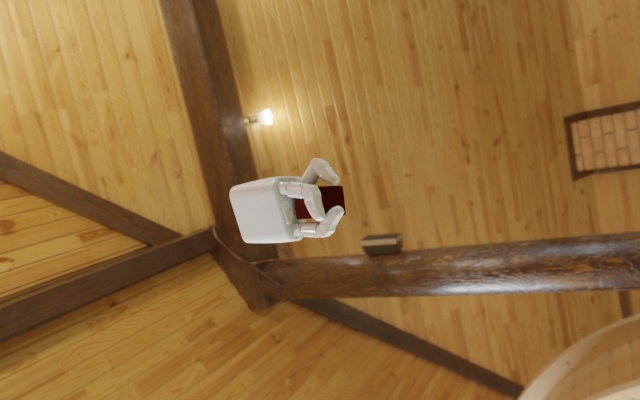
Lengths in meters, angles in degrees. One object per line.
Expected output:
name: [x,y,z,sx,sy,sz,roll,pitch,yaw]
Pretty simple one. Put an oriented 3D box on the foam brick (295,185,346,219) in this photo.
foam brick: [0.000,0.003,0.809,0.051,0.053,0.078,-6,-2,33]
